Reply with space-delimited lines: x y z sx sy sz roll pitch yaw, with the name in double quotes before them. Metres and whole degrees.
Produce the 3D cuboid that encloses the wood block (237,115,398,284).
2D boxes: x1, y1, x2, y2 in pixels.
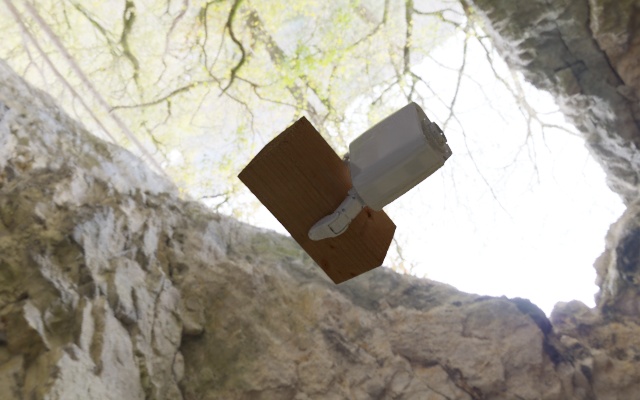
"wood block" 0.000 0.002 0.650 0.090 0.206 0.090 -30 18 37
